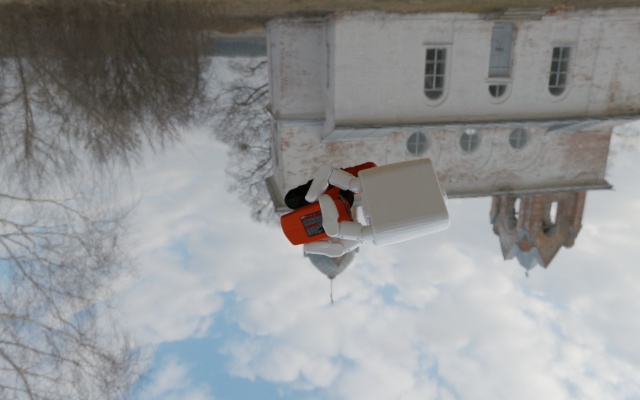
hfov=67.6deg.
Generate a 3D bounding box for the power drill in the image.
[{"bbox_3d":[0.000,0.003,0.780,0.184,0.057,0.187,-19,17,23],"label":"power drill"}]
